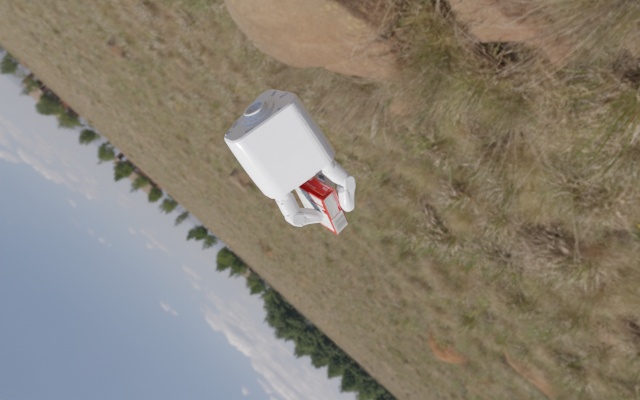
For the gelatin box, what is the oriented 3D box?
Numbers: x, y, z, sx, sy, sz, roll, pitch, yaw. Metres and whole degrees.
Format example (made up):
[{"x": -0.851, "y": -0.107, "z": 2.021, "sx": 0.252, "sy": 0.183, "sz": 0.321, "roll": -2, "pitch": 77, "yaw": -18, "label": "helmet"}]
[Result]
[{"x": 0.000, "y": 0.003, "z": 0.743, "sx": 0.073, "sy": 0.030, "sz": 0.089, "roll": 33, "pitch": -22, "yaw": 39, "label": "gelatin box"}]
